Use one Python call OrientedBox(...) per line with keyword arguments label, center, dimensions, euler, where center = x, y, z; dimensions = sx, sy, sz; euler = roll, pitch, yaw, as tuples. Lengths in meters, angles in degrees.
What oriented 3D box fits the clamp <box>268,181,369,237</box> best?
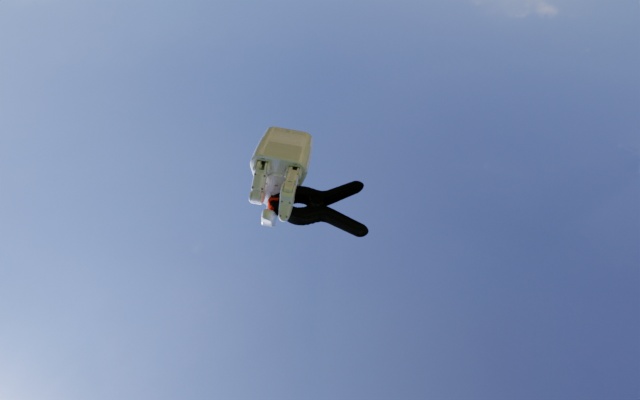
OrientedBox(label="clamp", center=(0.000, 0.003, 0.811), dimensions=(0.171, 0.039, 0.120), euler=(10, 40, 1))
